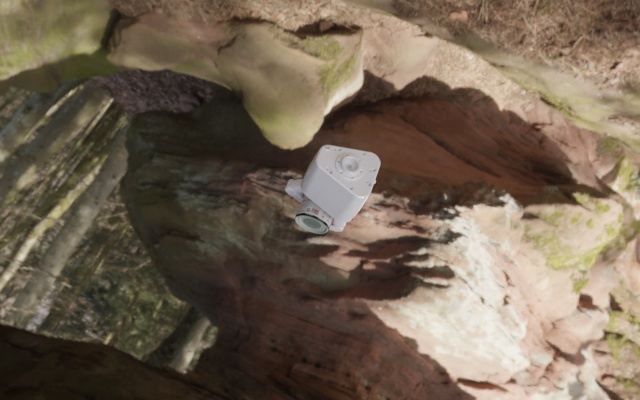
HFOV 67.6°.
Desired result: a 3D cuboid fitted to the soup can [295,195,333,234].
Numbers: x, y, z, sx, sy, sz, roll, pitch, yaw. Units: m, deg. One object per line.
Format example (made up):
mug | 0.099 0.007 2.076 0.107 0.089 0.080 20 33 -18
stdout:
soup can | 0.000 0.003 0.898 0.068 0.102 0.068 17 -27 9
